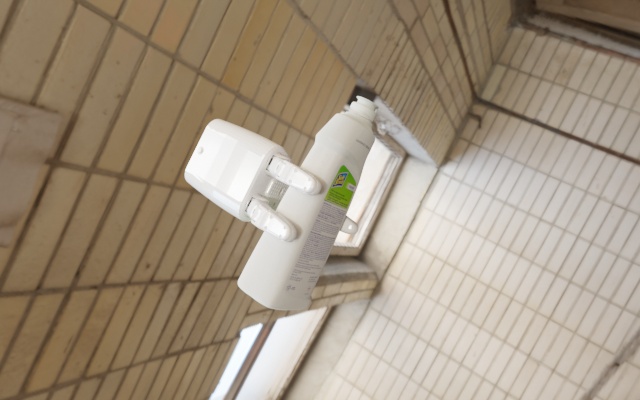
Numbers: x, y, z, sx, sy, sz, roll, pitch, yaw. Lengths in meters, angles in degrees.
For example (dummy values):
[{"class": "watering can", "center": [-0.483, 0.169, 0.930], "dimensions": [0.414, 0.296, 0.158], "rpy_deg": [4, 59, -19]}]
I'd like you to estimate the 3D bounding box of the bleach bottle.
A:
[{"class": "bleach bottle", "center": [0.000, 0.002, 0.552], "dimensions": [0.068, 0.251, 0.102], "rpy_deg": [29, 3, 27]}]
